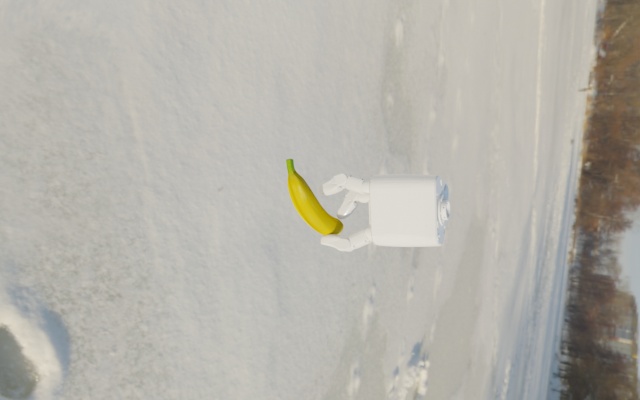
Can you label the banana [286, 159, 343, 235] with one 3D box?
[{"bbox_3d":[-0.005,0.016,0.798,0.037,0.069,0.198,-6,-39,27],"label":"banana"}]
